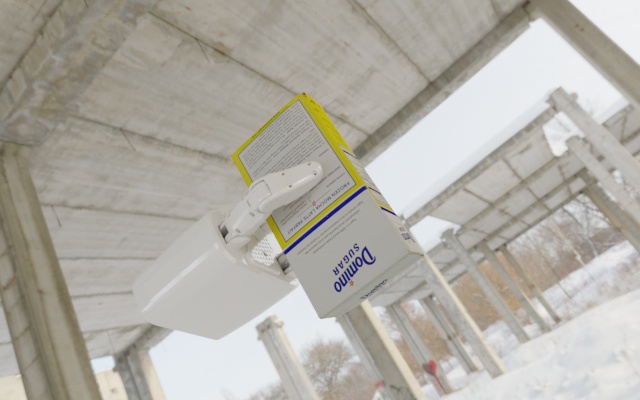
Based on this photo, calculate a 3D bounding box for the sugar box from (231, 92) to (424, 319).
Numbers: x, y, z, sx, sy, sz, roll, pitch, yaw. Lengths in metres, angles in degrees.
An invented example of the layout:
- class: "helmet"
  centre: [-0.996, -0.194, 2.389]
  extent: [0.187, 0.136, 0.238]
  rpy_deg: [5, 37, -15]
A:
- class: "sugar box"
  centre: [0.000, 0.001, 0.411]
  extent: [0.093, 0.176, 0.048]
  rpy_deg: [-39, -24, 17]
